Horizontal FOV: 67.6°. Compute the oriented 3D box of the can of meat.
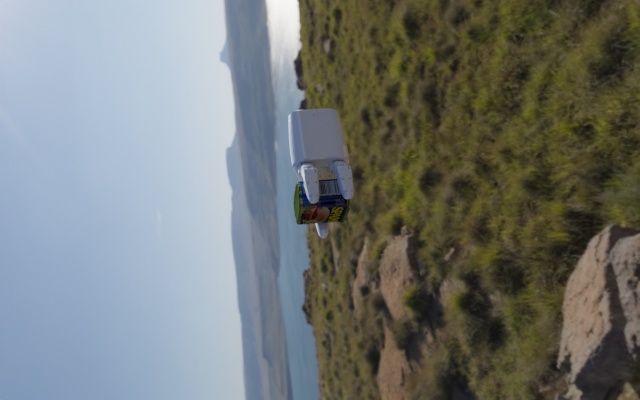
[{"bbox_3d":[0.000,0.003,0.807,0.084,0.057,0.102,-4,-22,-9],"label":"can of meat"}]
